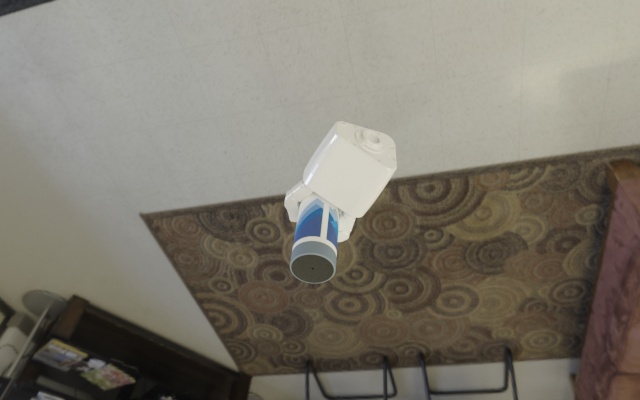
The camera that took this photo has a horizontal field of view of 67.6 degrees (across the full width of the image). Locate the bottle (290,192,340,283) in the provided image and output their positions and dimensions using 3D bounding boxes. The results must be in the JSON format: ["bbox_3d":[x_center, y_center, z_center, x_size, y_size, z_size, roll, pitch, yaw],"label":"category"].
[{"bbox_3d":[0.000,0.003,0.797,0.069,0.069,0.295,0,41,6],"label":"bottle"}]
